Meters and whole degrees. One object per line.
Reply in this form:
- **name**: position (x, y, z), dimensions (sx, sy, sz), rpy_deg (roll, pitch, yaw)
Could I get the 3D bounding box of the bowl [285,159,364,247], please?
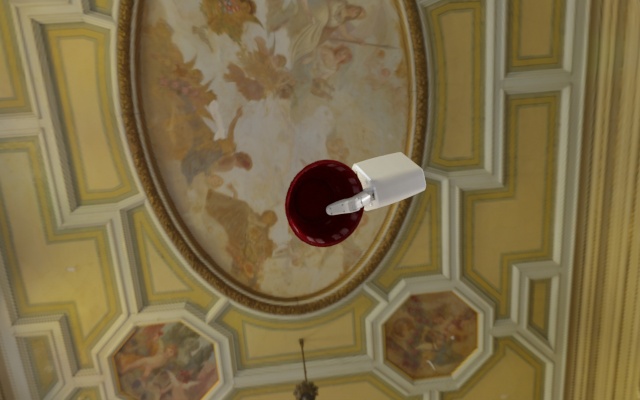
- **bowl**: position (-0.001, 0.003, 0.889), dimensions (0.162, 0.162, 0.055), rpy_deg (0, 8, -26)
